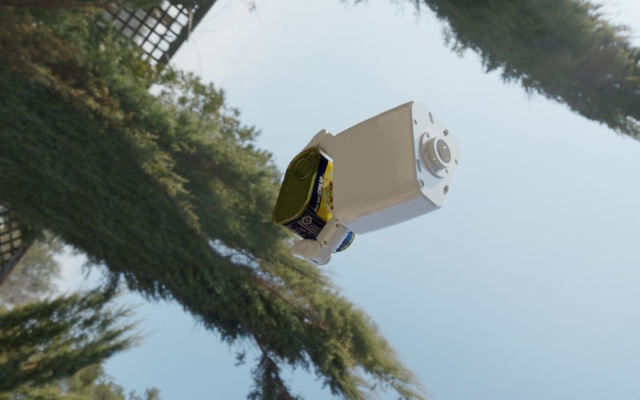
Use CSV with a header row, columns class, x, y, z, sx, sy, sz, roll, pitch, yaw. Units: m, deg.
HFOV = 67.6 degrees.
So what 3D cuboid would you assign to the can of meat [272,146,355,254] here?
class,x,y,z,sx,sy,sz,roll,pitch,yaw
can of meat,0.000,0.002,0.565,0.084,0.102,0.057,36,-40,-30
